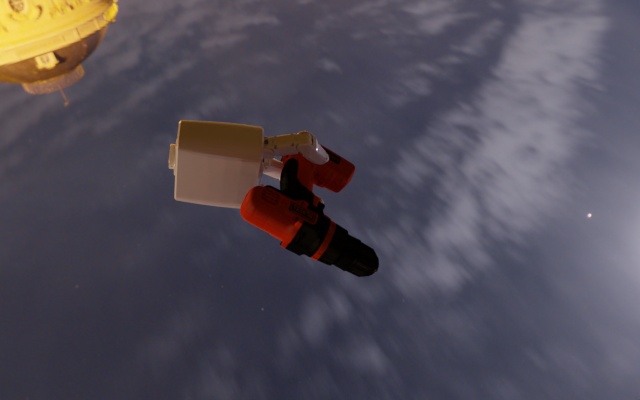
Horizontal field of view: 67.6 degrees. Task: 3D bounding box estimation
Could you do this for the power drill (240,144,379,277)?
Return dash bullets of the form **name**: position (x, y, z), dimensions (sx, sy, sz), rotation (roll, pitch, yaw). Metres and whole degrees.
- **power drill**: position (0.000, 0.002, 0.631), dimensions (0.184, 0.057, 0.187), rotation (30, 33, -11)
